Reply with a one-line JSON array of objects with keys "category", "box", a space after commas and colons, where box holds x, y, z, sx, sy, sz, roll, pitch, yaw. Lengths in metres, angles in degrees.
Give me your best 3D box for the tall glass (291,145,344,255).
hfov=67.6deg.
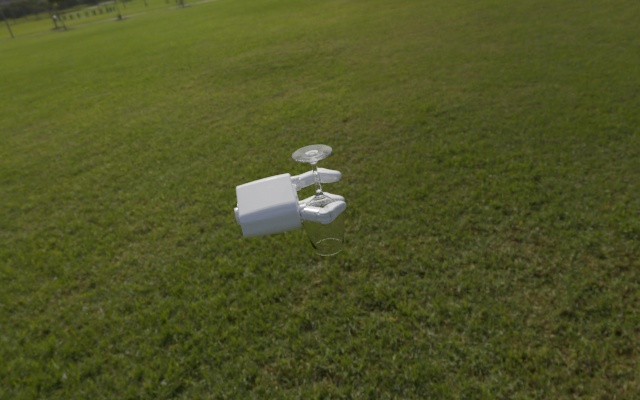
[{"category": "tall glass", "box": [0.000, 0.002, 0.890, 0.079, 0.201, 0.079, -8, 27, 4]}]
